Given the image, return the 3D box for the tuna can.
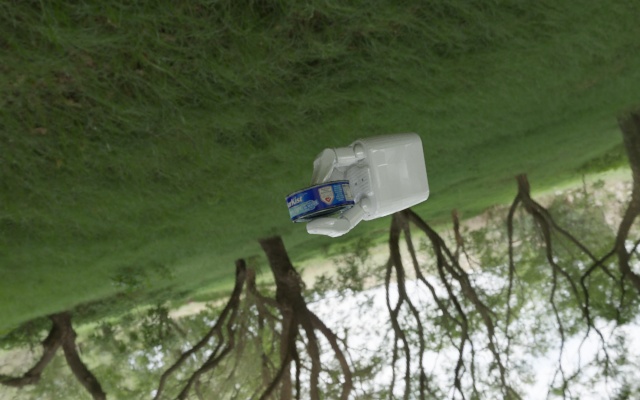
[{"bbox_3d":[0.000,0.003,0.614,0.086,0.033,0.086,-15,-8,-2],"label":"tuna can"}]
